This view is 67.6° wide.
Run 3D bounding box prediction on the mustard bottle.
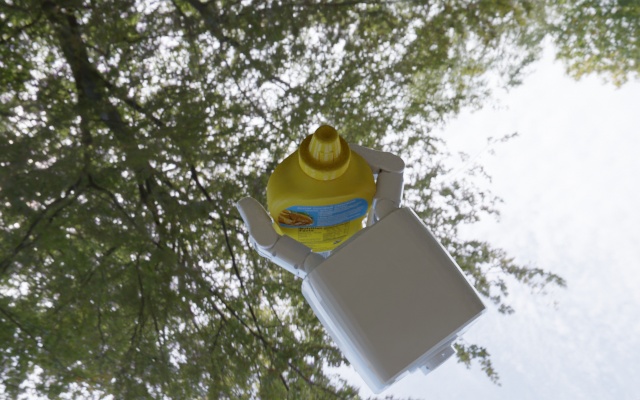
[{"bbox_3d":[0.000,0.001,0.434,0.096,0.058,0.192,-6,-31,-6],"label":"mustard bottle"}]
